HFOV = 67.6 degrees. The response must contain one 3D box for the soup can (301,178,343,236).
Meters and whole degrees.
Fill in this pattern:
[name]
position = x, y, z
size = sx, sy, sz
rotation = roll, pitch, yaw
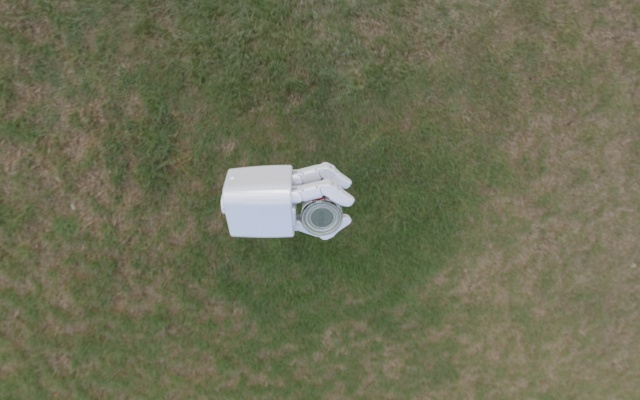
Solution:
[soup can]
position = 0.001, 0.003, 0.789
size = 0.068, 0.068, 0.102
rotation = 0, 31, -2
